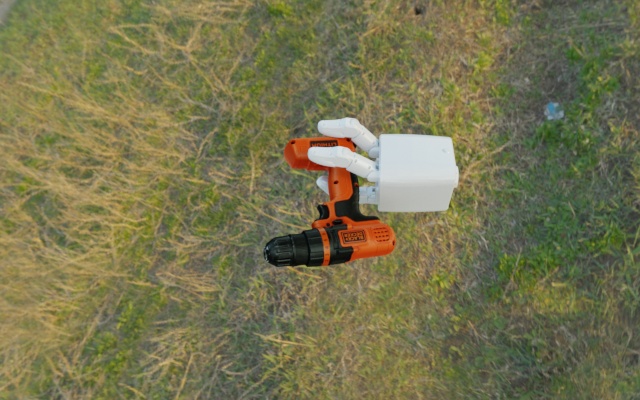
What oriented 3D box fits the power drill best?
[{"bbox_3d":[0.000,0.002,0.677,0.184,0.187,0.057,-4,-24,-19],"label":"power drill"}]
